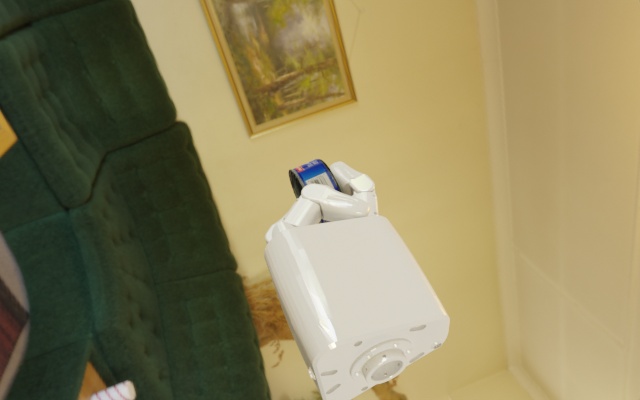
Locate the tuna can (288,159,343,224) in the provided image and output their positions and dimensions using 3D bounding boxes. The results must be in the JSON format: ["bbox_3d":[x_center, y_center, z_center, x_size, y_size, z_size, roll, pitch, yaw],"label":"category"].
[{"bbox_3d":[0.001,0.001,0.488,0.034,0.086,0.086,-24,4,-9],"label":"tuna can"}]
